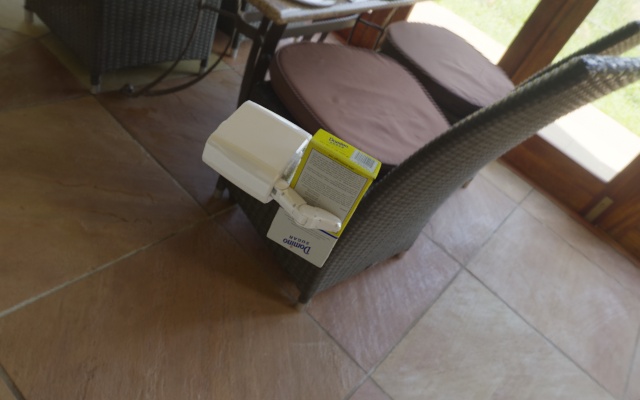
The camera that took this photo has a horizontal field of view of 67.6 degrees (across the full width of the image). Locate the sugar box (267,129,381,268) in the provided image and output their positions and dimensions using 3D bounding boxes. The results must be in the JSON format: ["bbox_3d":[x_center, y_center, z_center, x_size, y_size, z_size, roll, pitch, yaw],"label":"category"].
[{"bbox_3d":[0.000,0.002,0.641,0.093,0.176,0.048,31,39,3],"label":"sugar box"}]
